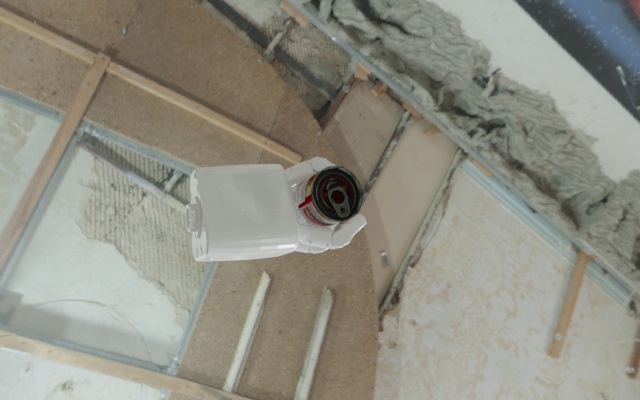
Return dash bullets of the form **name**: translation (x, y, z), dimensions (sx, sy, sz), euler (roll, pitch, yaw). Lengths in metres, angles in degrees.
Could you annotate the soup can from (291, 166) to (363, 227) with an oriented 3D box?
- **soup can**: translation (0.000, 0.002, 0.607), dimensions (0.068, 0.068, 0.102), euler (0, -12, -25)
